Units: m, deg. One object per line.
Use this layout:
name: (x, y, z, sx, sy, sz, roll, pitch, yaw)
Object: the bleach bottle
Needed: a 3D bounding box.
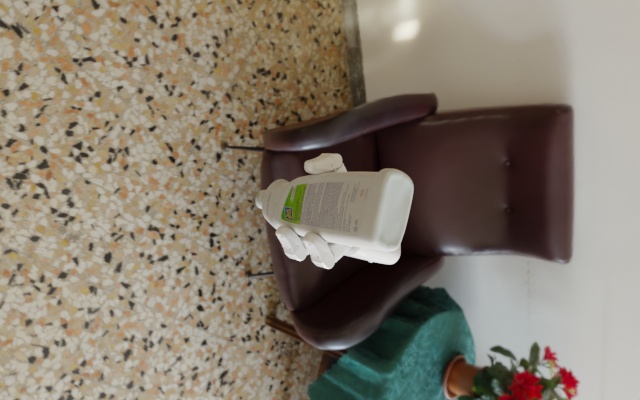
bleach bottle: (0.000, 0.002, 0.656, 0.251, 0.102, 0.068, 8, -9, 45)
